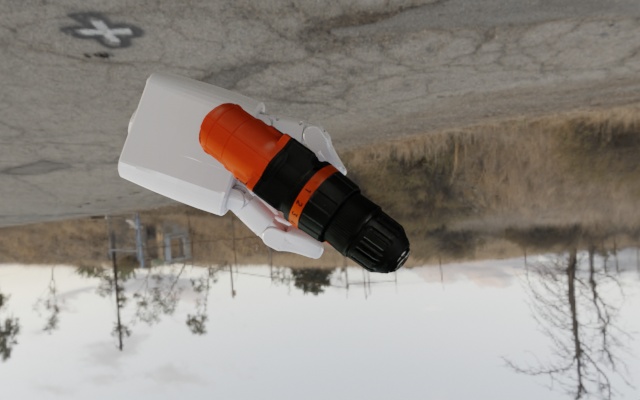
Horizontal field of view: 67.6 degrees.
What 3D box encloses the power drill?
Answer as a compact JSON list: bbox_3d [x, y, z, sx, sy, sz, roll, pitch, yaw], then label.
[{"bbox_3d":[0.000,0.001,0.416,0.184,0.057,0.188,38,-3,15],"label":"power drill"}]
